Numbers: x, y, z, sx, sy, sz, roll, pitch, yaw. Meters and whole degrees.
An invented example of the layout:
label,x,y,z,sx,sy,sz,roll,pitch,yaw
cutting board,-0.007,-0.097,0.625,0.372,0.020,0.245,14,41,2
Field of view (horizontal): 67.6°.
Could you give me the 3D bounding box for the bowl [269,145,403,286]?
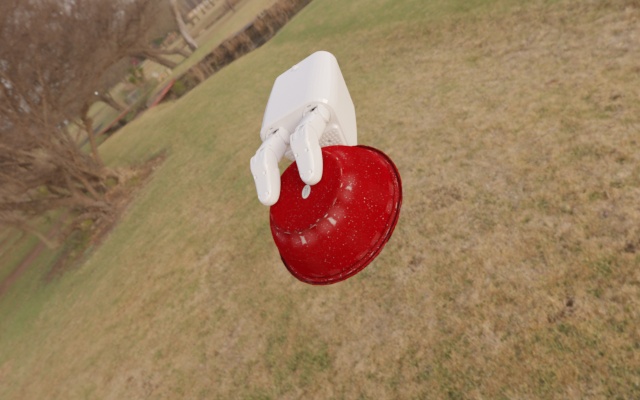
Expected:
label,x,y,z,sx,sy,sz,roll,pitch,yaw
bowl,0.000,0.002,0.487,0.162,0.162,0.055,0,-25,42
